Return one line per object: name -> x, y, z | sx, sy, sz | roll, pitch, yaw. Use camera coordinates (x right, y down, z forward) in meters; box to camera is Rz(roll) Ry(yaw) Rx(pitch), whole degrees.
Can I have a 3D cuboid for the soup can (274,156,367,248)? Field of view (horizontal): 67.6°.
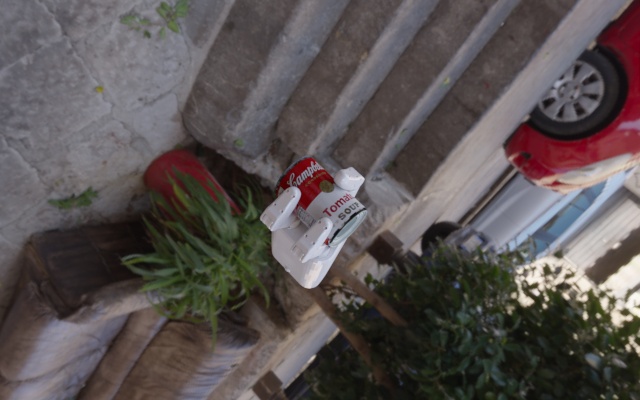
soup can -> 0.000, 0.002, 0.601 | 0.102, 0.068, 0.068 | 44, 15, 16
